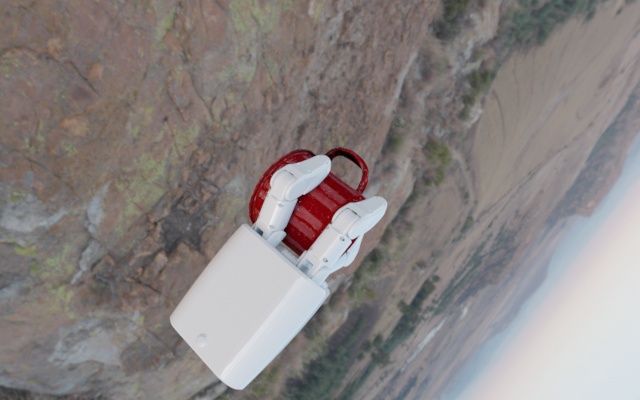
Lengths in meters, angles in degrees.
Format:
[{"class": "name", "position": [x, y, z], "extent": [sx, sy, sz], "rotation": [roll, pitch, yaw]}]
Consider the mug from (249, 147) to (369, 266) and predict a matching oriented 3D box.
[{"class": "mug", "position": [0.001, 0.001, 0.461], "extent": [0.081, 0.117, 0.093], "rotation": [38, -6, 26]}]
